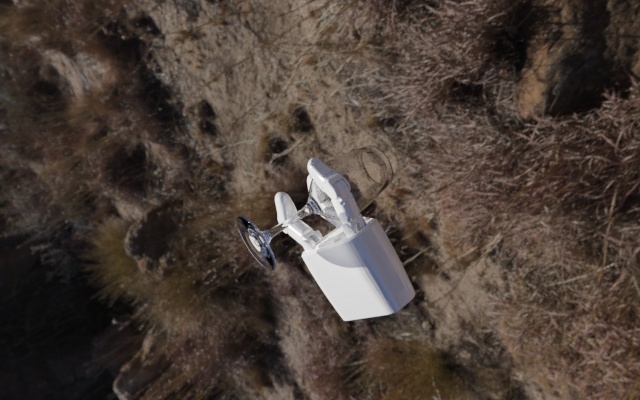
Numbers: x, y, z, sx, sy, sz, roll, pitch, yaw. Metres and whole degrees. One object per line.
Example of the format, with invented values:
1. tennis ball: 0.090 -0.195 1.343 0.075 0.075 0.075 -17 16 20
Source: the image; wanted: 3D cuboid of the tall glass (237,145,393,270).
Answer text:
1. tall glass: 0.000 0.002 0.596 0.201 0.079 0.079 -33 15 -25
